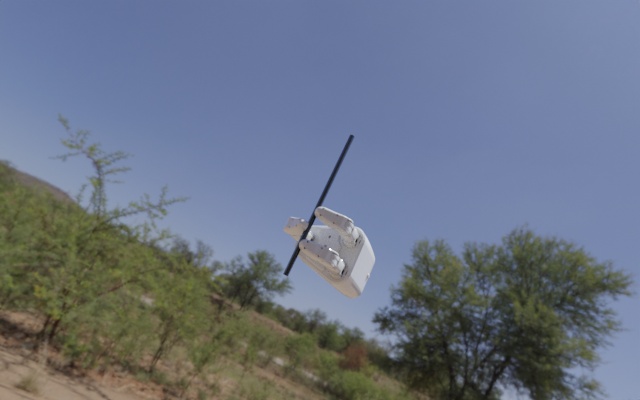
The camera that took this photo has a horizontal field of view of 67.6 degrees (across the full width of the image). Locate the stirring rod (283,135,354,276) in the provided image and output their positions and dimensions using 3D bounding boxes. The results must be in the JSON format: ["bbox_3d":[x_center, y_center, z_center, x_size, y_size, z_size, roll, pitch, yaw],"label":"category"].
[{"bbox_3d":[0.000,0.002,0.714,0.011,0.239,0.011,23,-17,8],"label":"stirring rod"}]
